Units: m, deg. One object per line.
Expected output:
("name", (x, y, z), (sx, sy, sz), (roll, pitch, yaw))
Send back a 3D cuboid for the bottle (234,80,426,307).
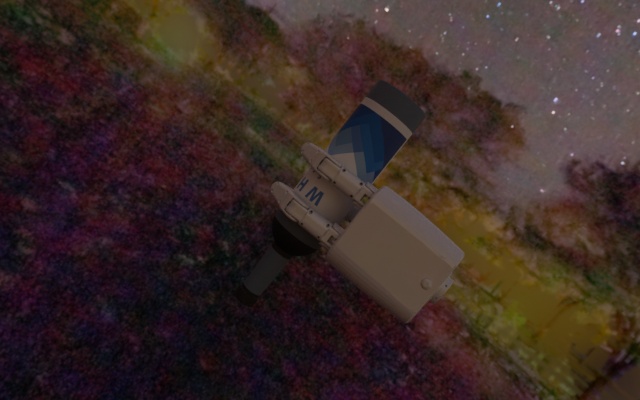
("bottle", (0.000, 0.002, 0.545), (0.069, 0.296, 0.069), (38, 6, -5))
